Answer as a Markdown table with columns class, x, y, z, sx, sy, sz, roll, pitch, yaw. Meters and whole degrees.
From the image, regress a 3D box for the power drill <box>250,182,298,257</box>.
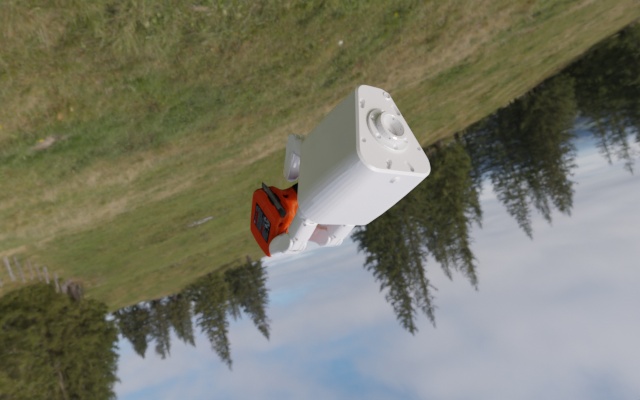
| class | x | y | z | sx | sy | sz | roll | pitch | yaw |
| --- | --- | --- | --- | --- | --- | --- | --- | --- | --- |
| power drill | 0.000 | 0.002 | 0.633 | 0.187 | 0.057 | 0.185 | -27 | -25 | -25 |
